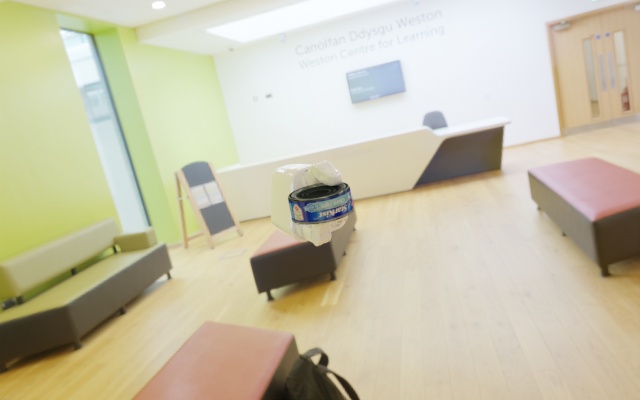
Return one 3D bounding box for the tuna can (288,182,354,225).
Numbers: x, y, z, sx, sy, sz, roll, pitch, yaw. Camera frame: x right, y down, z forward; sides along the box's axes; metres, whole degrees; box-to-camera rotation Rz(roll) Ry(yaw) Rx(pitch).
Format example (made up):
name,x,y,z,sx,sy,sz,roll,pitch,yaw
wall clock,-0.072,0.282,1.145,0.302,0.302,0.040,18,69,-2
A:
name,x,y,z,sx,sy,sz,roll,pitch,yaw
tuna can,0.000,0.002,0.637,0.086,0.034,0.086,-10,15,3
